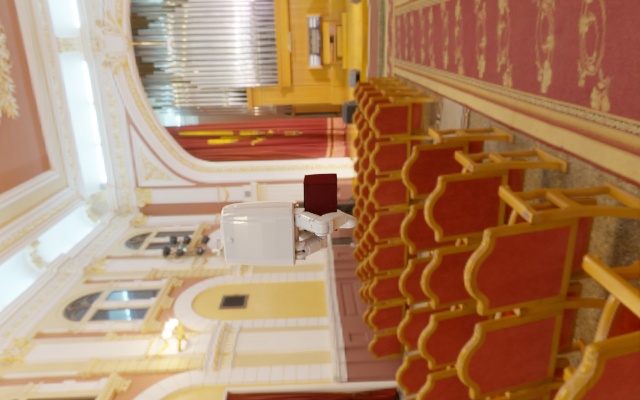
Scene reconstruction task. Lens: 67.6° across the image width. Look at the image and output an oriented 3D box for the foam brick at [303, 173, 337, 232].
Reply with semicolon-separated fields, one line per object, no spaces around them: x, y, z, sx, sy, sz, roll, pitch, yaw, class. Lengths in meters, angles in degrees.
0.000;0.002;0.726;0.051;0.078;0.053;0;19;1;foam brick
